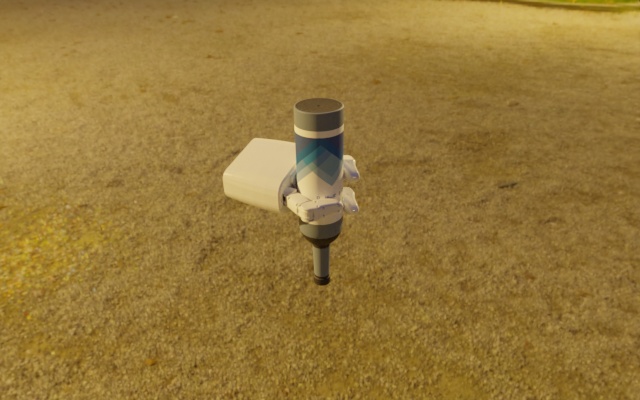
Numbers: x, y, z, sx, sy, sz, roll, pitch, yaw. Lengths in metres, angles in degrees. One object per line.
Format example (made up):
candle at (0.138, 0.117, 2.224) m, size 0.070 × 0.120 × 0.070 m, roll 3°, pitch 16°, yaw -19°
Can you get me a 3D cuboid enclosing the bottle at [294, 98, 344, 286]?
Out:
bottle at (0.000, 0.002, 0.702) m, size 0.069 × 0.296 × 0.069 m, roll -1°, pitch 30°, yaw 0°
